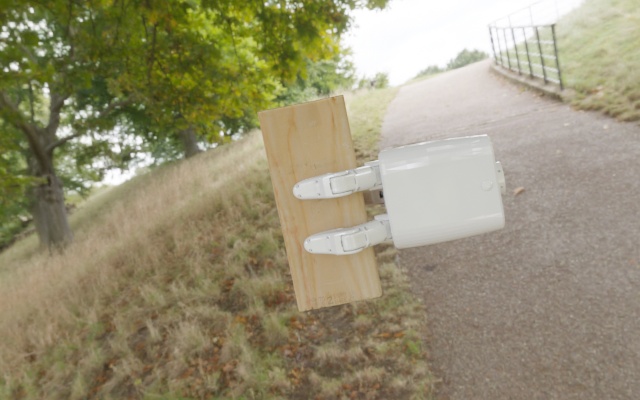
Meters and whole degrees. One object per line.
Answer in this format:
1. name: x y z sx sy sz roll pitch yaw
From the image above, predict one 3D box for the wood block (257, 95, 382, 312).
1. wood block: 0.000 0.001 0.520 0.090 0.206 0.091 -11 5 1
